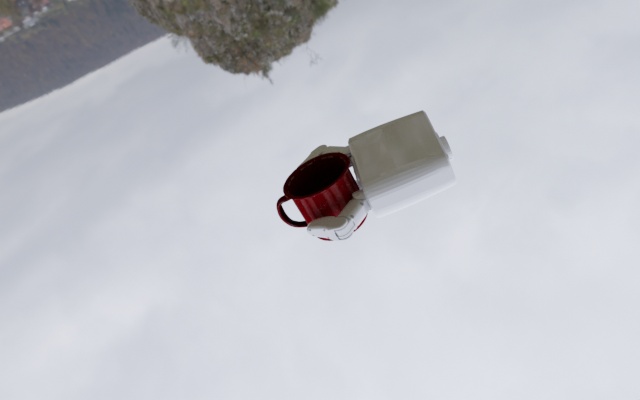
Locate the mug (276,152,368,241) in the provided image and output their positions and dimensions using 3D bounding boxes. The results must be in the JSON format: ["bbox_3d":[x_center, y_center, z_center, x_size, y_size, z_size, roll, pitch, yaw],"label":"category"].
[{"bbox_3d":[-0.001,0.003,0.619,0.117,0.081,0.093,-22,31,12],"label":"mug"}]
